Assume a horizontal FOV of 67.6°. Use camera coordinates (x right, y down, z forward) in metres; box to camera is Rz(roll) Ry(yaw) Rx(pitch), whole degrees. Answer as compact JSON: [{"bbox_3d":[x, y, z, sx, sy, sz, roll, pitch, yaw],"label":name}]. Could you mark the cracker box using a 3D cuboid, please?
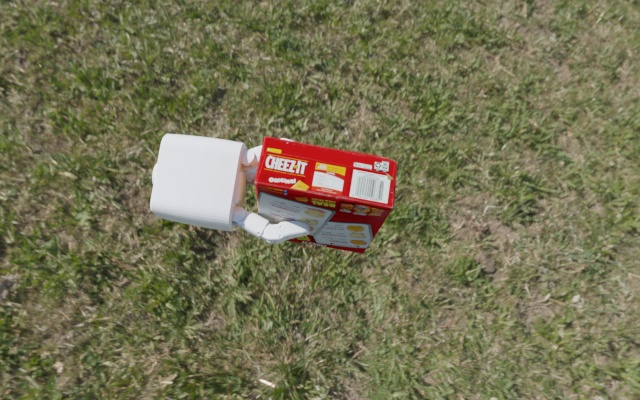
[{"bbox_3d":[0.000,0.002,0.649,0.164,0.072,0.214,10,-21,-1],"label":"cracker box"}]
